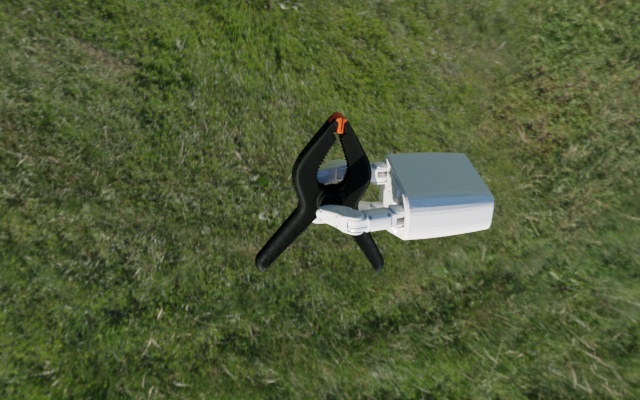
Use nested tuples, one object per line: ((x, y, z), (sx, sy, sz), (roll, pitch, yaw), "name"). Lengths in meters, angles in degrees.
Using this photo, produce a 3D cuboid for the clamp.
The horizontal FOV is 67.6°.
((0.000, 0.002, 0.570), (0.164, 0.210, 0.036), (-5, 24, -10), "clamp")
